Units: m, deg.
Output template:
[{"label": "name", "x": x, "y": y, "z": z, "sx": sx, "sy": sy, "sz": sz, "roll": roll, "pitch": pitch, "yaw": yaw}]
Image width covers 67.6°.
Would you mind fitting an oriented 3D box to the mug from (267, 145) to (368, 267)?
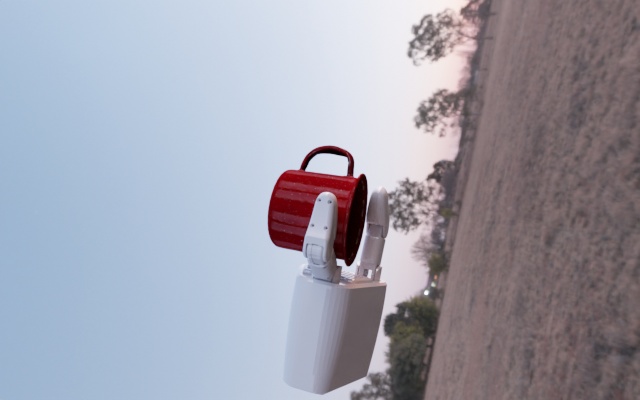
[{"label": "mug", "x": 0.000, "y": 0.000, "z": 0.480, "sx": 0.081, "sy": 0.117, "sz": 0.093, "roll": 9, "pitch": -2, "yaw": 15}]
